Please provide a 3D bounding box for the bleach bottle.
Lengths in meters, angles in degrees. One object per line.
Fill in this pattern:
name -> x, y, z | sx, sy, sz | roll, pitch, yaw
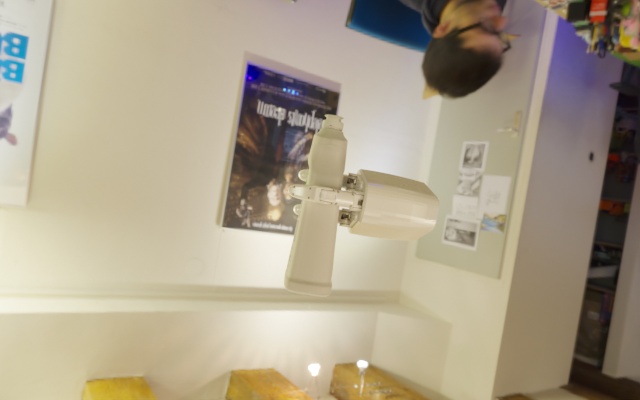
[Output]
bleach bottle -> 0.000, 0.002, 0.685 | 0.068, 0.251, 0.102 | 9, 1, -5
